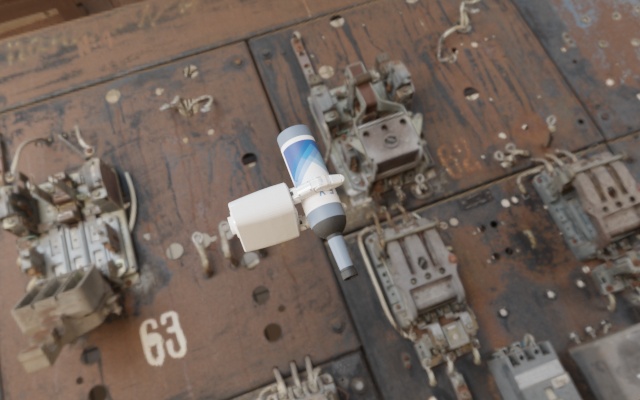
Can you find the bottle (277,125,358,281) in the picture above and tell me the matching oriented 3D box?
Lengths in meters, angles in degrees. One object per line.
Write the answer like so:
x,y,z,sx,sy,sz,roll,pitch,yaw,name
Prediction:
0.000,0.003,0.857,0.069,0.295,0.069,-19,-21,-8,bottle
